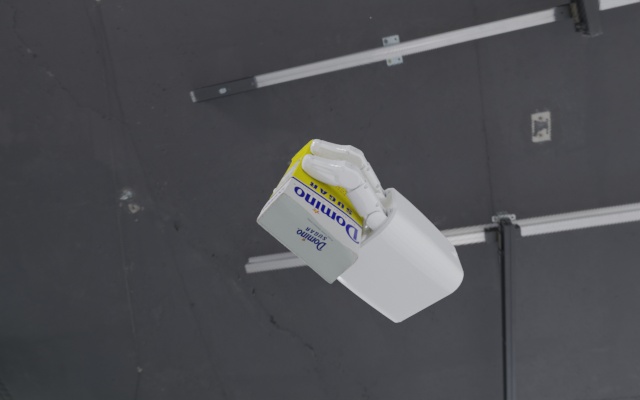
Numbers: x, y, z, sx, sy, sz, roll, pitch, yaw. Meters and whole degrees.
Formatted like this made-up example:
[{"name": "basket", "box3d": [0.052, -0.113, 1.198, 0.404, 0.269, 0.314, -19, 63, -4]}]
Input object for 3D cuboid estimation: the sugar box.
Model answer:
[{"name": "sugar box", "box3d": [0.001, 0.001, 0.499, 0.093, 0.048, 0.176, 41, 19, -10]}]
